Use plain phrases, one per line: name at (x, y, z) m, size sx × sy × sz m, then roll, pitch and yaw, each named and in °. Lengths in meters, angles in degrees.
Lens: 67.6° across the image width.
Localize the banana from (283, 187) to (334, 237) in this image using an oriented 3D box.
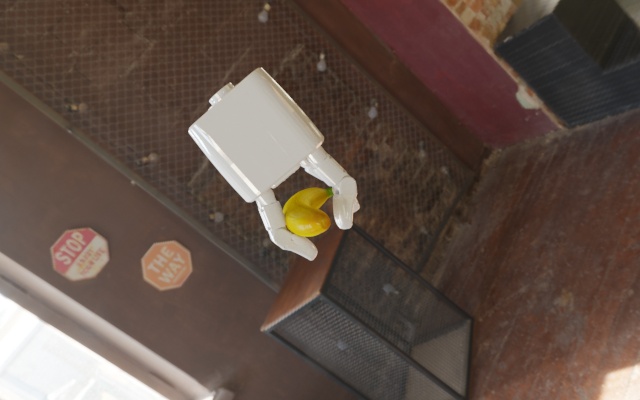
banana at (-0.016, 0.010, 0.591) m, size 0.069 × 0.037 × 0.197 m, roll -29°, pitch 10°, yaw 11°
